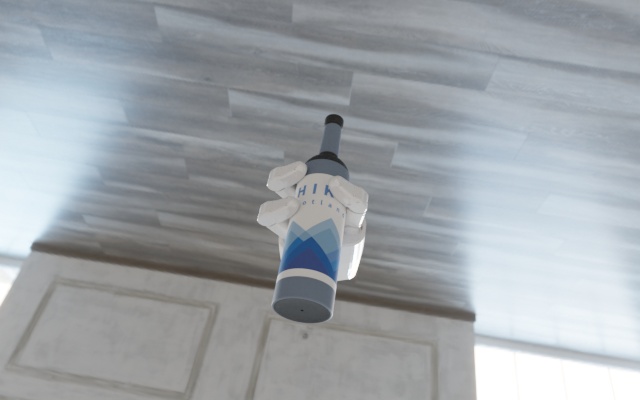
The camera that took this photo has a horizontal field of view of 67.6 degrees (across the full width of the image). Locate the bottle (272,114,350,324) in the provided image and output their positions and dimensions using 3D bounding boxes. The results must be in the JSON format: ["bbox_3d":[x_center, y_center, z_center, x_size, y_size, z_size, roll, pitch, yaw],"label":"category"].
[{"bbox_3d":[0.000,0.002,0.598,0.069,0.295,0.069,6,-37,5],"label":"bottle"}]
